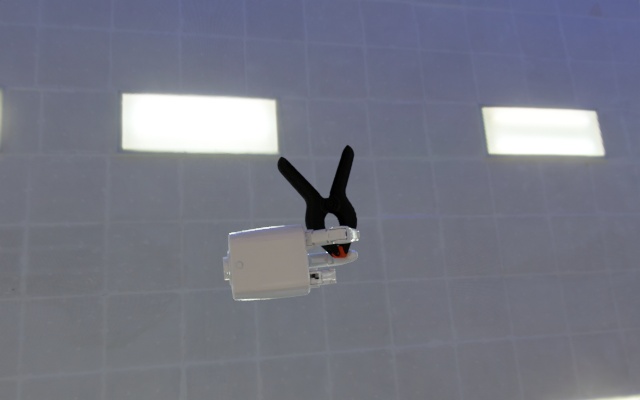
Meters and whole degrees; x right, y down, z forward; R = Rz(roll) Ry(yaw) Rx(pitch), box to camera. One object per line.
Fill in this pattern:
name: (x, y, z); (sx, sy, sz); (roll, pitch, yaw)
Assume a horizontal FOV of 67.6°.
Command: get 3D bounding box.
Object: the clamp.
clamp: (0.000, 0.003, 0.710); (0.120, 0.171, 0.039); (-4, -10, -11)
